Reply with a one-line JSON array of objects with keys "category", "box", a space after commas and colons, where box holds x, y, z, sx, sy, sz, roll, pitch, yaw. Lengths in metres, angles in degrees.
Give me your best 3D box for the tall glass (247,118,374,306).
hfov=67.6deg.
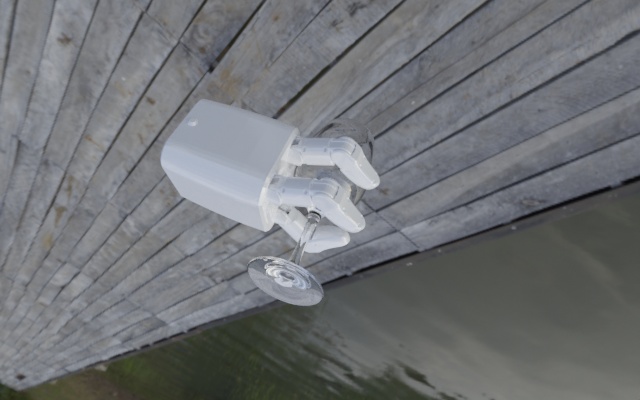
[{"category": "tall glass", "box": [0.000, 0.002, 0.489, 0.079, 0.201, 0.079, 15, -38, 12]}]
